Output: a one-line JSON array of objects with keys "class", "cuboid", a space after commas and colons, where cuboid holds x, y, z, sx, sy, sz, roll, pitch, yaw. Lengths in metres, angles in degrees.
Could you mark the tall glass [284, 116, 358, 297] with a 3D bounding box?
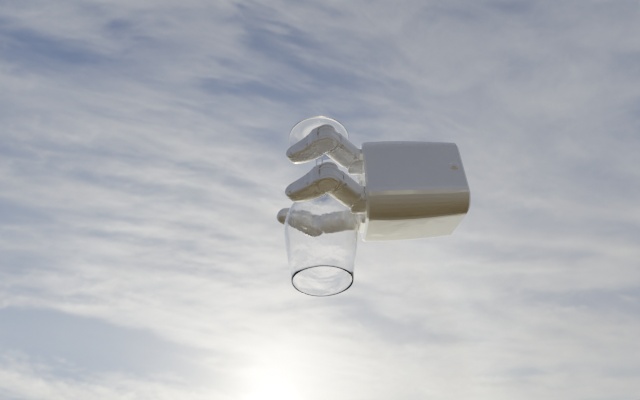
[{"class": "tall glass", "cuboid": [0.000, 0.001, 0.527, 0.079, 0.200, 0.079, -1, -38, -1]}]
